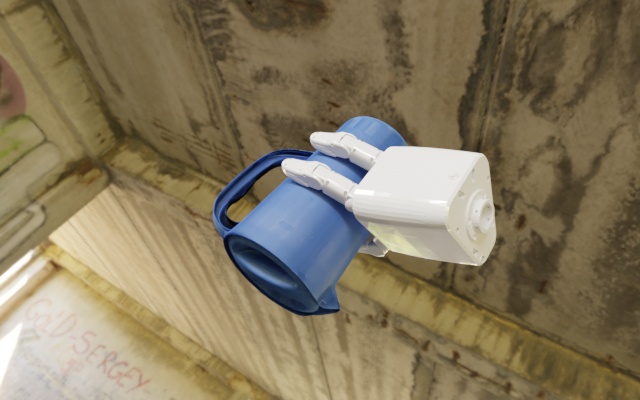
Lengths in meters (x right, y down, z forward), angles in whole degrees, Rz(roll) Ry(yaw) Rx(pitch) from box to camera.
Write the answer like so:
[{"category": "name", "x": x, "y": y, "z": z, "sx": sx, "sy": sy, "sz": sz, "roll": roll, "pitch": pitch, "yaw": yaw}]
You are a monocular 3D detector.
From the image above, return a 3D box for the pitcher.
[{"category": "pitcher", "x": 0.000, "y": 0.002, "z": 0.579, "sx": 0.145, "sy": 0.149, "sz": 0.242, "roll": 7, "pitch": 47, "yaw": 45}]
